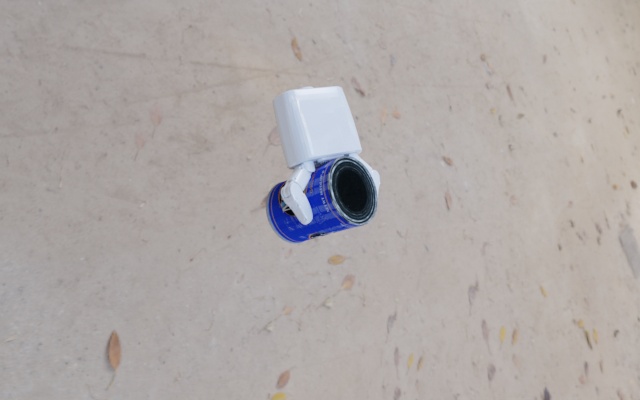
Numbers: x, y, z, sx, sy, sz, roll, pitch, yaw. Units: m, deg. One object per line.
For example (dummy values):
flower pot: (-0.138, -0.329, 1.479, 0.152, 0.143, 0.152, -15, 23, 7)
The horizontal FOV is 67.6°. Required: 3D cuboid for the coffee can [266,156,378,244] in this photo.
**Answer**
coffee can: (0.000, 0.003, 0.721, 0.103, 0.103, 0.140, 0, -14, -45)
